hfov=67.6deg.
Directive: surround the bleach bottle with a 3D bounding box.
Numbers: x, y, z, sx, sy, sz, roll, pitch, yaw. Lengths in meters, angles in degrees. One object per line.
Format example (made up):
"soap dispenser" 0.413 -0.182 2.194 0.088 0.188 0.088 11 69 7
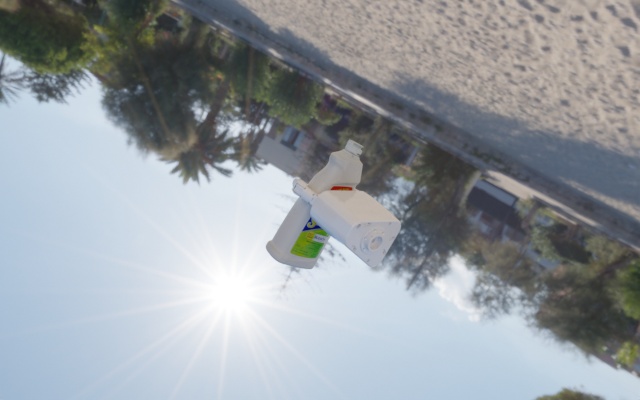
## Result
"bleach bottle" 0.000 0.003 0.877 0.102 0.251 0.068 19 14 -40
